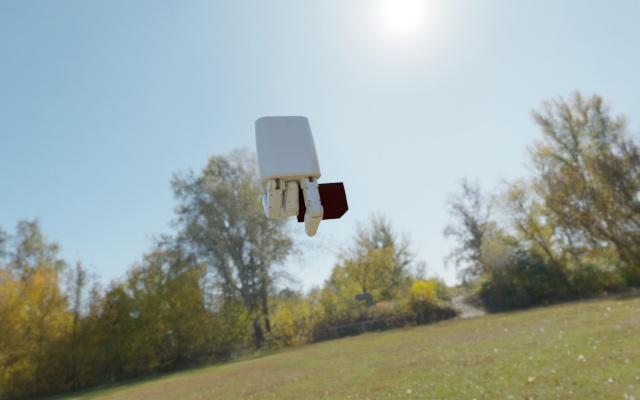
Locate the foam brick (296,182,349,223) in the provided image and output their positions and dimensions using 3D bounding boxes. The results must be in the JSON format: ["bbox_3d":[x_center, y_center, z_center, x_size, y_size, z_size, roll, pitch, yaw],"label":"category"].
[{"bbox_3d":[0.000,0.003,0.793,0.078,0.051,0.053,-4,-18,-20],"label":"foam brick"}]
